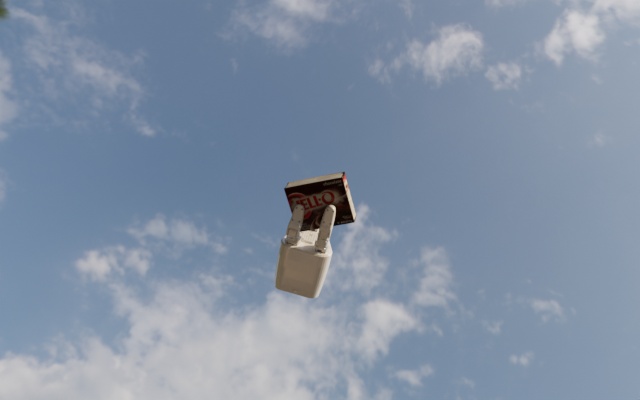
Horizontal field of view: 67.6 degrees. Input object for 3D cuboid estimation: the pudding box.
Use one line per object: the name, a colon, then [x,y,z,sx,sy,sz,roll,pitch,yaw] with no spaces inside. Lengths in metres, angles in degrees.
pudding box: [0.000,0.003,0.866,0.113,0.090,0.039,-12,22,13]
